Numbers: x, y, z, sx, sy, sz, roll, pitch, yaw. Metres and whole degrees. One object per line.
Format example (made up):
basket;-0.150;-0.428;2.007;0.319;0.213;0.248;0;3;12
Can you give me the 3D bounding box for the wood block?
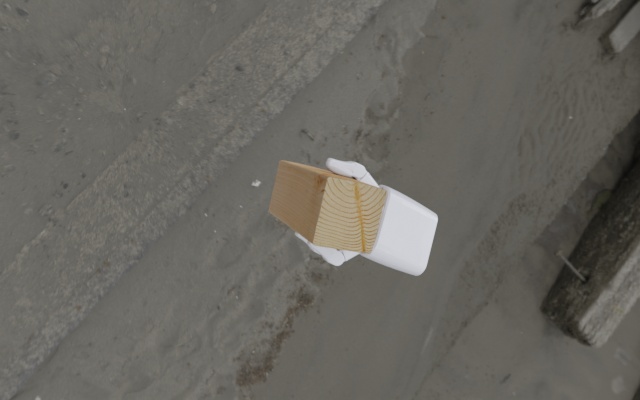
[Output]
wood block;0.001;0.002;0.704;0.090;0.091;0.206;11;6;-24
